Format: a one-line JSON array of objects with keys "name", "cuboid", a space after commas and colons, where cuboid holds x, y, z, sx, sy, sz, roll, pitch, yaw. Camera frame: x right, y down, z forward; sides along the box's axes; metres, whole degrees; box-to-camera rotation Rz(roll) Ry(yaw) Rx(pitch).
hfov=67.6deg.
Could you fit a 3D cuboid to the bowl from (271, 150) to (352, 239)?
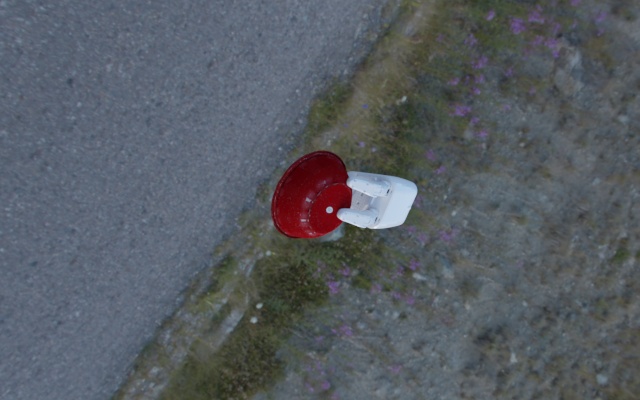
[{"name": "bowl", "cuboid": [-0.001, 0.003, 0.782, 0.162, 0.162, 0.055, 0, 25, -43]}]
